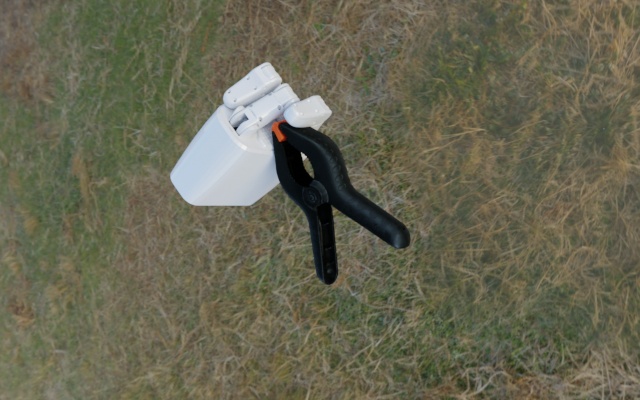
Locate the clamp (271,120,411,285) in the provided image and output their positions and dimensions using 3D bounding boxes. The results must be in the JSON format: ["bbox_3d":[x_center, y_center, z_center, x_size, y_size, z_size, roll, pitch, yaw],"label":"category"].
[{"bbox_3d":[0.000,0.001,0.471,0.120,0.171,0.039,-44,-15,35],"label":"clamp"}]
